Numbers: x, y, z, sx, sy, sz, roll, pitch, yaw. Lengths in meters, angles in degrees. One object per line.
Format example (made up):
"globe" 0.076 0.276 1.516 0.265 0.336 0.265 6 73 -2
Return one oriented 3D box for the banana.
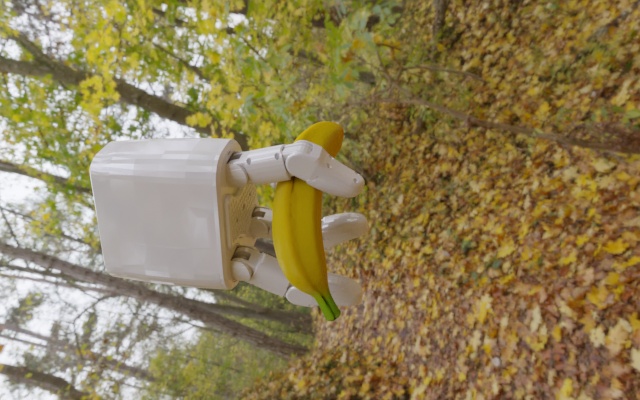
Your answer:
"banana" -0.008 -0.007 0.387 0.037 0.197 0.070 -12 -40 22
